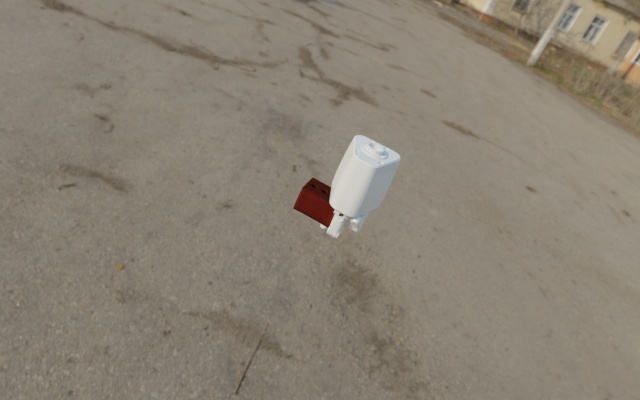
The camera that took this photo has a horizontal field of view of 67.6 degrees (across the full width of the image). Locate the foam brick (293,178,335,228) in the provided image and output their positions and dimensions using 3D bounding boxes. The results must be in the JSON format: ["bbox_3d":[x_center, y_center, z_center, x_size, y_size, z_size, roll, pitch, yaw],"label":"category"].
[{"bbox_3d":[0.000,0.003,0.886,0.078,0.051,0.053,28,33,9],"label":"foam brick"}]
